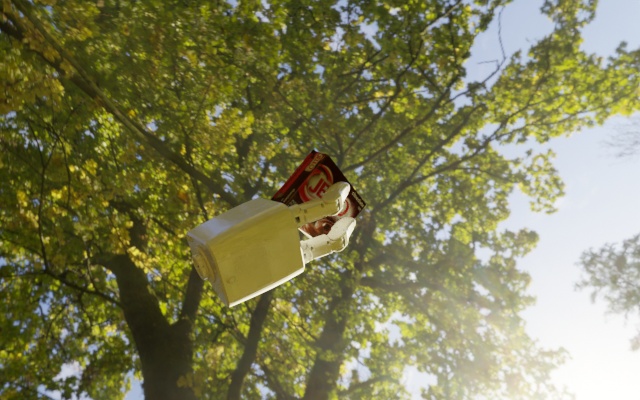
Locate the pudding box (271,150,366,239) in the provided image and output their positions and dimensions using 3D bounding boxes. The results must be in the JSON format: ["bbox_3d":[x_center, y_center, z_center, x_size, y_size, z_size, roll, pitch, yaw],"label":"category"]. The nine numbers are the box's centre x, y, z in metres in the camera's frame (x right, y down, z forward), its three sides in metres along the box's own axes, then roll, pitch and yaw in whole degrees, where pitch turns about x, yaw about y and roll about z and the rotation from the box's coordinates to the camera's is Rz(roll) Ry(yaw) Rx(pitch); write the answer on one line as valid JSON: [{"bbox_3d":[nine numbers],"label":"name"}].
[{"bbox_3d":[0.000,0.002,0.638,0.039,0.090,0.113,28,-16,47],"label":"pudding box"}]
